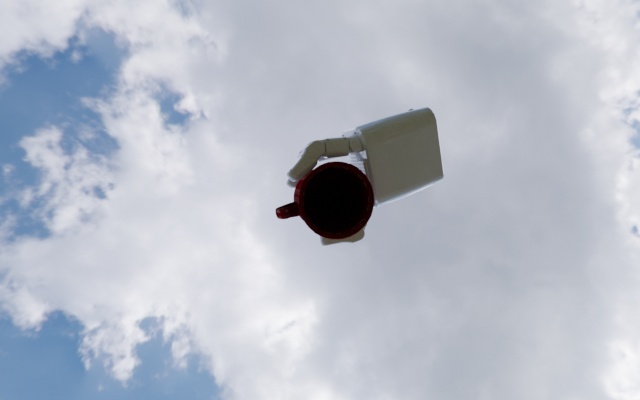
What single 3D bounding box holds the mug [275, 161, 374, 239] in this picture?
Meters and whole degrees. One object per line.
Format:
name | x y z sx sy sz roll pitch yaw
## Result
mug | -0.001 0.002 0.602 0.117 0.093 0.081 -18 6 -11
